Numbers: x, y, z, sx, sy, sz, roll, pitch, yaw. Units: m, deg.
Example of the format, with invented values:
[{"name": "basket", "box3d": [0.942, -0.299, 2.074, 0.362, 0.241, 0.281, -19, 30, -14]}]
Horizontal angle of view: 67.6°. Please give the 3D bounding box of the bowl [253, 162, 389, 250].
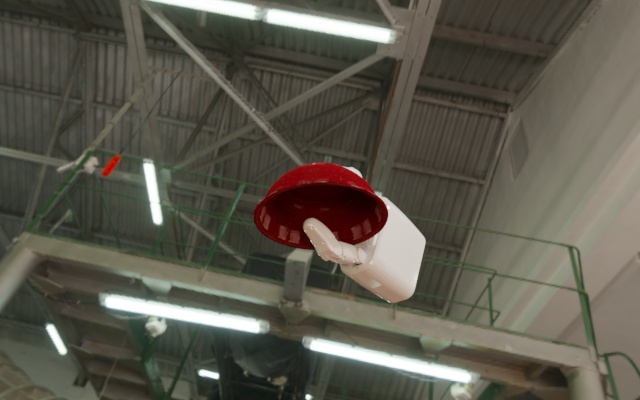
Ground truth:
[{"name": "bowl", "box3d": [0.000, 0.001, 0.584, 0.162, 0.055, 0.162, -1, -31, -1]}]
